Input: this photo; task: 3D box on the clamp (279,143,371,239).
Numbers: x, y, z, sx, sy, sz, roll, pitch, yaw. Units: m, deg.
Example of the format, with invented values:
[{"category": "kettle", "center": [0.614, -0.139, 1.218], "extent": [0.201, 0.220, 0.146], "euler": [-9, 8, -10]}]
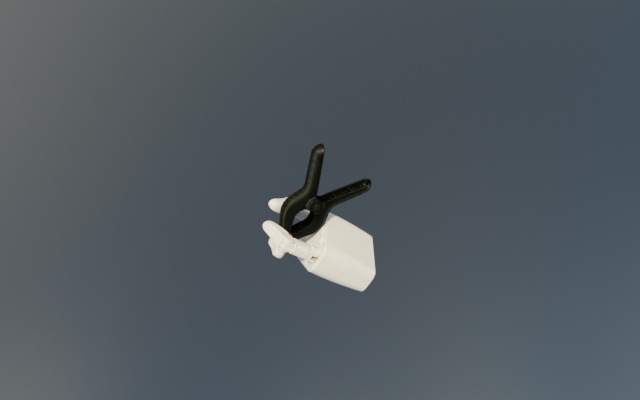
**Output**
[{"category": "clamp", "center": [0.000, 0.003, 0.767], "extent": [0.120, 0.171, 0.039], "euler": [27, 20, -21]}]
